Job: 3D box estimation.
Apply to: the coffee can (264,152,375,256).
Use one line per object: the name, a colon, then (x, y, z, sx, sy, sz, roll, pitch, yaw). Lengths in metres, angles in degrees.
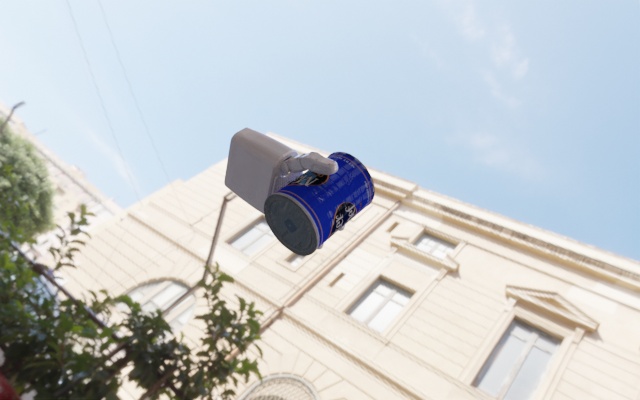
coffee can: (0.000, 0.002, 0.718, 0.103, 0.103, 0.140, 0, 29, 47)
